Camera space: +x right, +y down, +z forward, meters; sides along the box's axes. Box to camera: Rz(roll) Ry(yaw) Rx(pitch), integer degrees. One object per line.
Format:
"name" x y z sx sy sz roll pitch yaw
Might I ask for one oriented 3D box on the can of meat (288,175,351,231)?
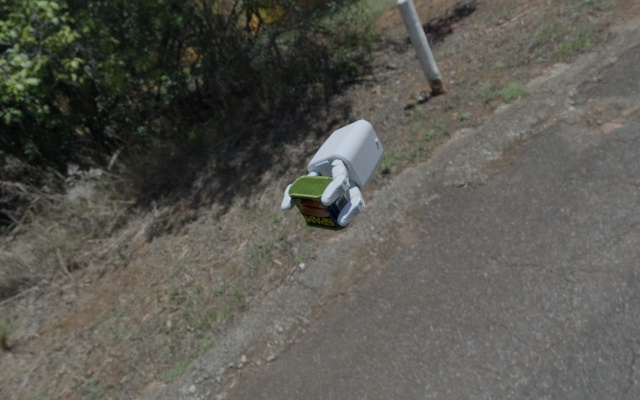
"can of meat" 0.000 0.003 0.862 0.102 0.057 0.084 6 -40 43
